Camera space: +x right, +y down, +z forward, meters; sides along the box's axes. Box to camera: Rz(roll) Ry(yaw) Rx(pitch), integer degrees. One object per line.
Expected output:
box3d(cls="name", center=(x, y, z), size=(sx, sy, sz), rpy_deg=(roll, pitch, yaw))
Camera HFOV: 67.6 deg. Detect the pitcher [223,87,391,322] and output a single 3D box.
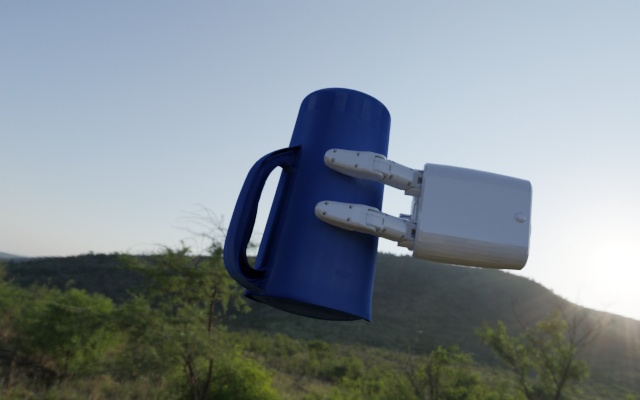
box3d(cls="pitcher", center=(0.000, 0.002, 0.517), size=(0.145, 0.242, 0.149), rpy_deg=(8, -17, 9))
